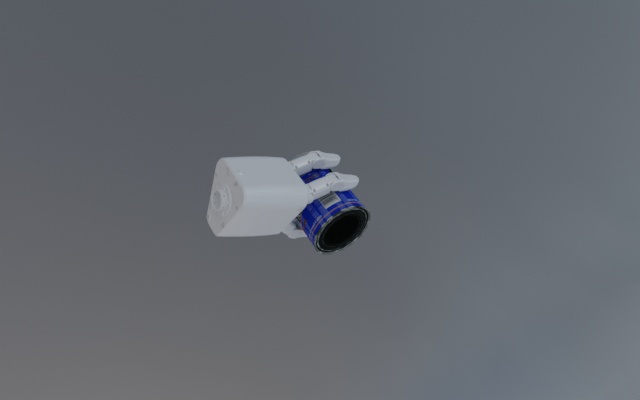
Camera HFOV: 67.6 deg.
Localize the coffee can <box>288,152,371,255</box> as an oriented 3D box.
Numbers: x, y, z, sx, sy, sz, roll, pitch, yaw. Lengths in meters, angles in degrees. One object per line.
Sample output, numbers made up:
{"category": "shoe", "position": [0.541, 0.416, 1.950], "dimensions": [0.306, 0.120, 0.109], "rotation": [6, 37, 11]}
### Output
{"category": "coffee can", "position": [0.000, 0.002, 0.777], "dimensions": [0.103, 0.103, 0.140], "rotation": [0, 41, -42]}
